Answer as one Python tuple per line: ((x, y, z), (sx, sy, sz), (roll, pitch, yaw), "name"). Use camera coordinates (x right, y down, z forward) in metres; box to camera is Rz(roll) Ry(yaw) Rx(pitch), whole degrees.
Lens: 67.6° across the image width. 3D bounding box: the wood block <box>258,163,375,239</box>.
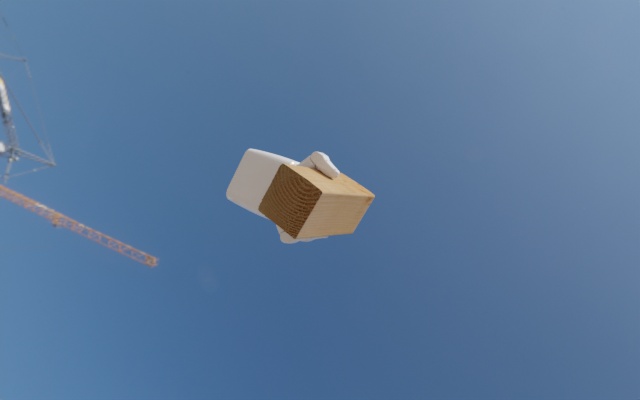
((0.000, 0.002, 0.831), (0.090, 0.091, 0.206), (36, 16, 25), "wood block")
